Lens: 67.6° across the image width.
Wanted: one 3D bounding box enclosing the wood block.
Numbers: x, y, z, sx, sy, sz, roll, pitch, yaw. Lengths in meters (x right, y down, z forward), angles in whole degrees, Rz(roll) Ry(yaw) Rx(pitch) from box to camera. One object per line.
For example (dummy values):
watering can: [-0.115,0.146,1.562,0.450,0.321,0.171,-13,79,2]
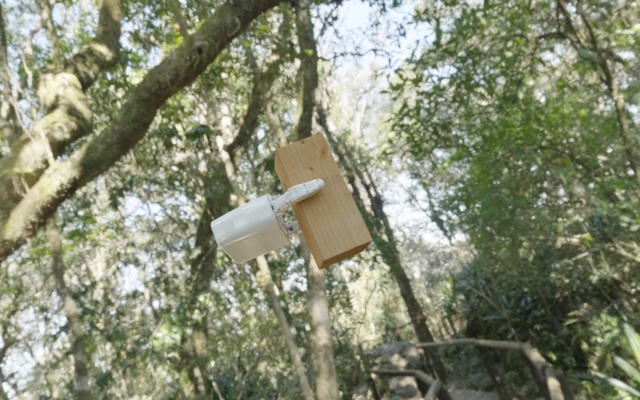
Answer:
wood block: [0.000,0.003,0.826,0.090,0.206,0.091,-21,-14,-12]
